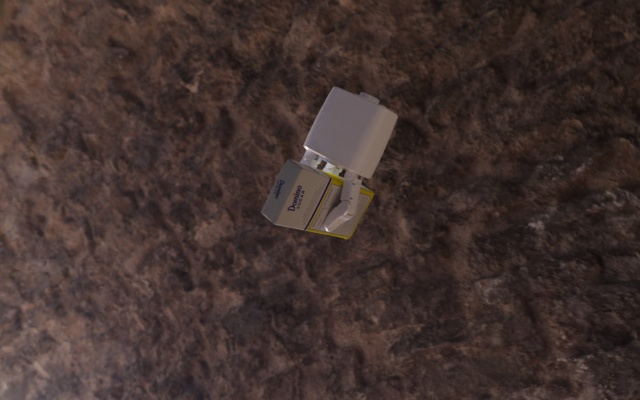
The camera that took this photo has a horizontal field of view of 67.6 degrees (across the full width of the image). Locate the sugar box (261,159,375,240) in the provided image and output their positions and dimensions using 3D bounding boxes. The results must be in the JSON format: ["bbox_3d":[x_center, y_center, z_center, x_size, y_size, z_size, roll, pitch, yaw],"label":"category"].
[{"bbox_3d":[0.000,0.002,0.743,0.176,0.093,0.048,18,14,-45],"label":"sugar box"}]
